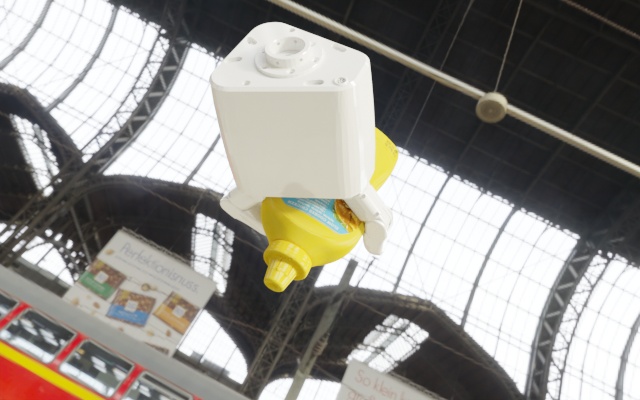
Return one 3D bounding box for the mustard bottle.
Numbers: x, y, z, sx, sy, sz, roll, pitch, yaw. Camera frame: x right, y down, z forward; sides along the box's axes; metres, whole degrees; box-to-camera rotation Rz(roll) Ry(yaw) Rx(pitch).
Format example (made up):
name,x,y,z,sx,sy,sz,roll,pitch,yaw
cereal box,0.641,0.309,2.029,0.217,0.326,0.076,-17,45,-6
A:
name,x,y,z,sx,sy,sz,roll,pitch,yaw
mustard bottle,0.000,0.001,0.444,0.096,0.191,0.058,30,-35,-1
